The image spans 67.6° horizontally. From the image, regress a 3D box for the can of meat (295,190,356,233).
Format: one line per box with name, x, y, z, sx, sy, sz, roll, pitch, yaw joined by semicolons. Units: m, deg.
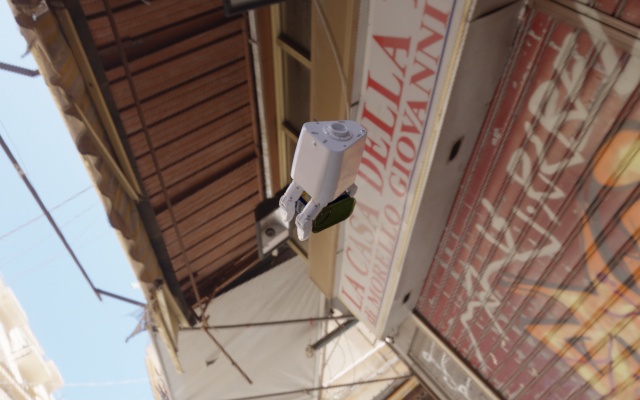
can of meat;0.000;0.003;0.895;0.102;0.057;0.084;-23;53;-32
